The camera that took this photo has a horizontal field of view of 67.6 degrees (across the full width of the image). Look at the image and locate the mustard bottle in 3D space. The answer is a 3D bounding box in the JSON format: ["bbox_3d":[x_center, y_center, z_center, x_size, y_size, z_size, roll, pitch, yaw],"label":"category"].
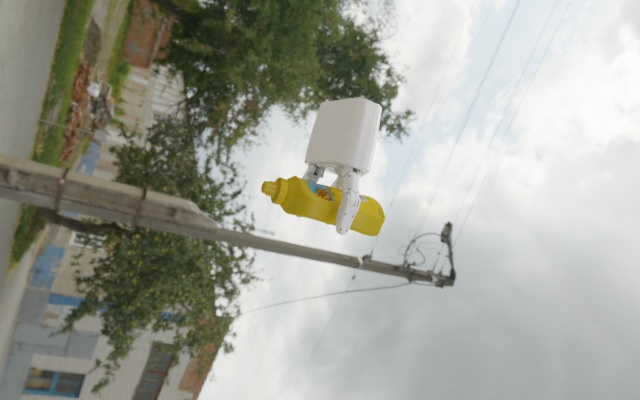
[{"bbox_3d":[0.000,0.003,0.740,0.191,0.058,0.096,16,17,-23],"label":"mustard bottle"}]
